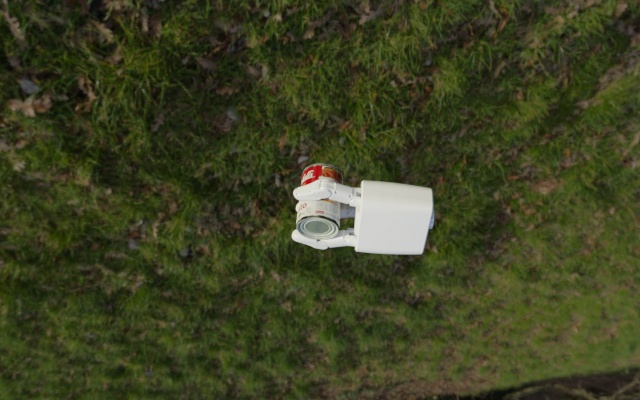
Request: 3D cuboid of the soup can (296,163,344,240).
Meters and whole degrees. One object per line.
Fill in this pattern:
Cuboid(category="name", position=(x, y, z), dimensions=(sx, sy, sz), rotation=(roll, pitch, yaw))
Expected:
Cuboid(category="soup can", position=(0.000, 0.003, 0.748), dimensions=(0.068, 0.102, 0.069), rotation=(4, -35, 3))
